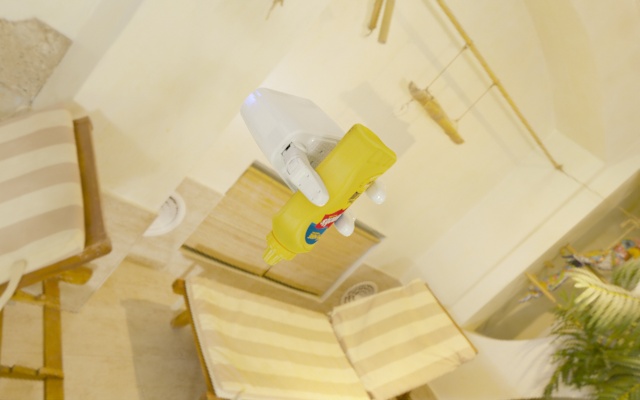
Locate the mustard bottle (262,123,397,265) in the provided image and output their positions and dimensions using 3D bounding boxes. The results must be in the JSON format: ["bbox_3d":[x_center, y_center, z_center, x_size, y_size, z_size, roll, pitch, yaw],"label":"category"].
[{"bbox_3d":[0.000,0.002,0.541,0.058,0.192,0.096,46,14,12],"label":"mustard bottle"}]
